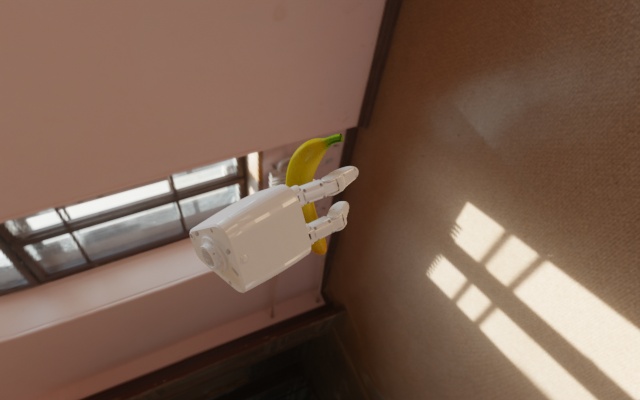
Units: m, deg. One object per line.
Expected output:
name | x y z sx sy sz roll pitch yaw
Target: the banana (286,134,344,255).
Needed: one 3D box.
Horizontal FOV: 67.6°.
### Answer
banana | -0.016 -0.007 0.659 0.069 0.198 0.037 20 37 17
